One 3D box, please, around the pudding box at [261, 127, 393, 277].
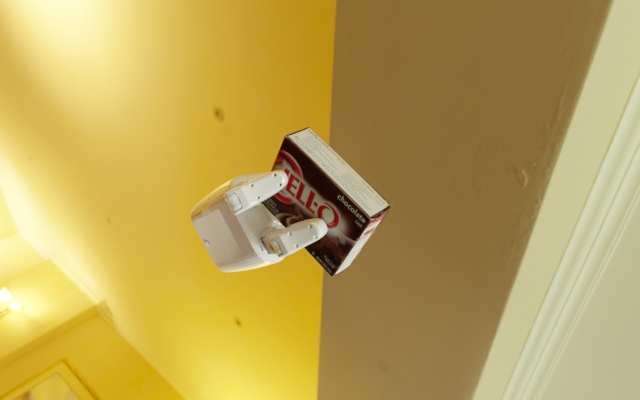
[{"bbox_3d":[0.000,0.001,0.447,0.039,0.113,0.090,-32,-21,-42],"label":"pudding box"}]
